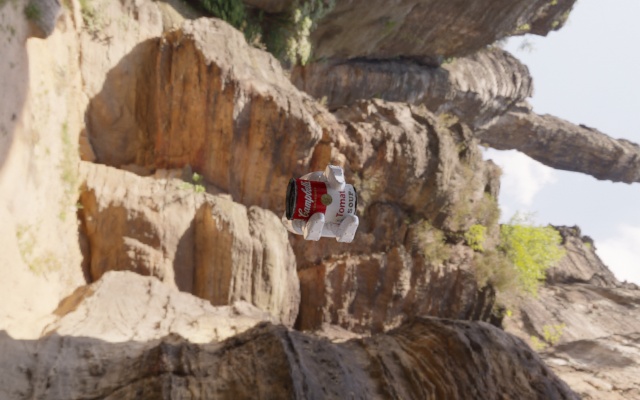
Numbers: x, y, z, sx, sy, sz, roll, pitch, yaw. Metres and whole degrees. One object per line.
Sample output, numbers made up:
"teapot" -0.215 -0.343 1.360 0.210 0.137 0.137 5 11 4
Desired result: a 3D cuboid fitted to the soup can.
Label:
"soup can" 0.001 0.002 0.765 0.102 0.068 0.068 5 -2 -16
